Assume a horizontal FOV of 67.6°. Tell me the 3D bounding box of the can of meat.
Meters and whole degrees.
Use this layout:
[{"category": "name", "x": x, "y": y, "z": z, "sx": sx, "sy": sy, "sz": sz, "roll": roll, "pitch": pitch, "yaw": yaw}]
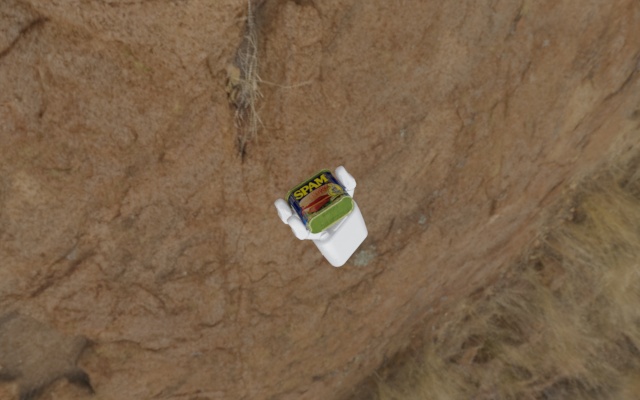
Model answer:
[{"category": "can of meat", "x": 0.000, "y": 0.003, "z": 0.878, "sx": 0.102, "sy": 0.084, "sz": 0.057, "roll": -33, "pitch": -39, "yaw": -7}]
